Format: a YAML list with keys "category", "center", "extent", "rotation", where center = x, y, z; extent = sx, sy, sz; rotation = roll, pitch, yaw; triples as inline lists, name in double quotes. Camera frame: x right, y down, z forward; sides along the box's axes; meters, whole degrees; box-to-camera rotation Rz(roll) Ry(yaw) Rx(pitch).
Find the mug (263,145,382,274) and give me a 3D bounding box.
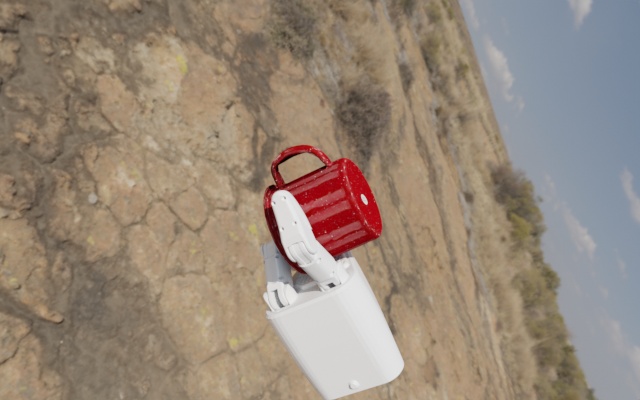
- category: "mug"
  center: [0.000, 0.000, 0.445]
  extent: [0.081, 0.117, 0.093]
  rotation: [-25, 15, 18]
